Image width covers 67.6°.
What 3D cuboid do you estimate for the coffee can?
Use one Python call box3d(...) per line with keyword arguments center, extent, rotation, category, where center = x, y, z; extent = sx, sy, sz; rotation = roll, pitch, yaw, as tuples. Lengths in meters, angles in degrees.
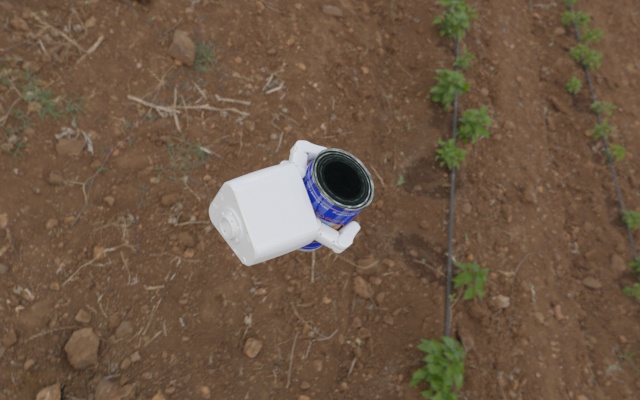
box3d(center=(0.000, 0.002, 0.722), extent=(0.103, 0.102, 0.140), rotation=(0, -29, -33), category="coffee can")
